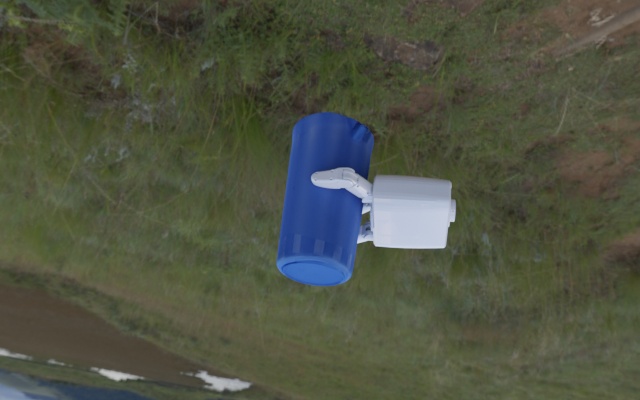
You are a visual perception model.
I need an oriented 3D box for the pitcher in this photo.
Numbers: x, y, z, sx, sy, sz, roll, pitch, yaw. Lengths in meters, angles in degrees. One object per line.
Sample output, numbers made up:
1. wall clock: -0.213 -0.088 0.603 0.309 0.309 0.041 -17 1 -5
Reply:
1. pitcher: 0.000 0.002 0.730 0.145 0.242 0.149 3 -29 11
